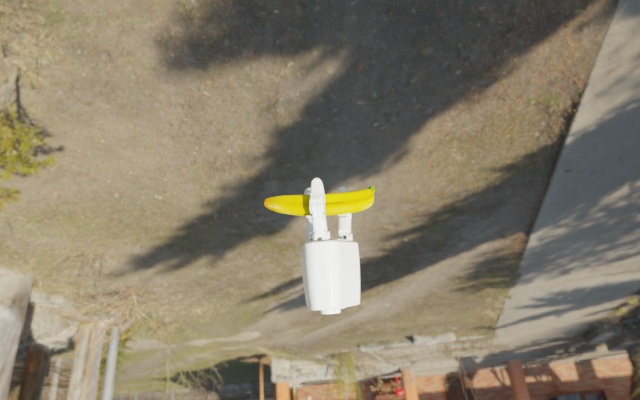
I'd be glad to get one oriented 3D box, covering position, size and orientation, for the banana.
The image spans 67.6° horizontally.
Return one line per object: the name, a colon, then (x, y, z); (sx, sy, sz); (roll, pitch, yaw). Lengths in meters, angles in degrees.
banana: (0.008, 0.004, 0.793); (0.198, 0.037, 0.069); (-5, 8, -14)
